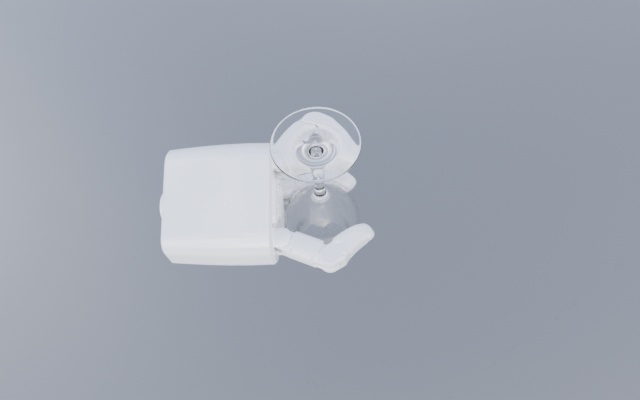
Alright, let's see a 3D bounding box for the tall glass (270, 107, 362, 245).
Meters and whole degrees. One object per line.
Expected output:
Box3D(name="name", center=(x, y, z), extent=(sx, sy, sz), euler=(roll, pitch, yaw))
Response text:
Box3D(name="tall glass", center=(0.000, 0.001, 0.470), extent=(0.079, 0.079, 0.201), euler=(0, -29, 3))
